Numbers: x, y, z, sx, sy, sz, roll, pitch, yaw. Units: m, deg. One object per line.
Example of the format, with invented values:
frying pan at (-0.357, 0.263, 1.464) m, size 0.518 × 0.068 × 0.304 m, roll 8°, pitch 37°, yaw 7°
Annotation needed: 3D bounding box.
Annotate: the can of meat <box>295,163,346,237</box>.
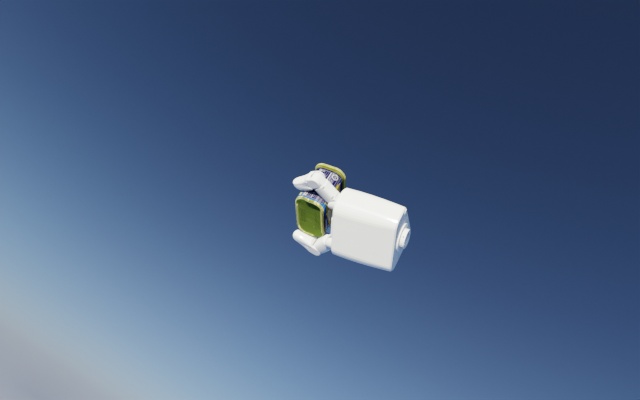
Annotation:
can of meat at (0.000, 0.003, 0.819) m, size 0.057 × 0.084 × 0.102 m, roll 20°, pitch -36°, yaw 18°
